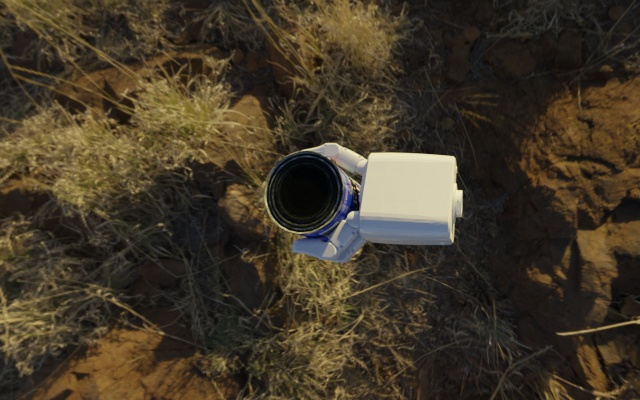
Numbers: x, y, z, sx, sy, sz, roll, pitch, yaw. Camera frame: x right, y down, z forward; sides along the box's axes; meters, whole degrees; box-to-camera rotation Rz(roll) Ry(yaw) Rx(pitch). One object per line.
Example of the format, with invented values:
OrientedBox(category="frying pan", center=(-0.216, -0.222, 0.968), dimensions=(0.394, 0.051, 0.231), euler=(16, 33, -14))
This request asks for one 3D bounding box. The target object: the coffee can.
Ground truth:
OrientedBox(category="coffee can", center=(0.000, 0.002, 0.632), dimensions=(0.103, 0.103, 0.140), euler=(0, -10, 18))
